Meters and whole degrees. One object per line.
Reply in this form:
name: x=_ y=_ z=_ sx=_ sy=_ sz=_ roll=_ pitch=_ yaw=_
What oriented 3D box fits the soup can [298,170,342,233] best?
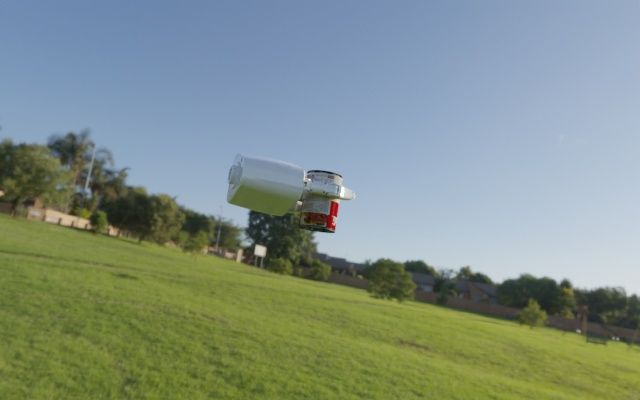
soup can: x=0.001 y=0.003 z=0.855 sx=0.068 sy=0.102 sz=0.068 roll=8 pitch=-10 yaw=1
